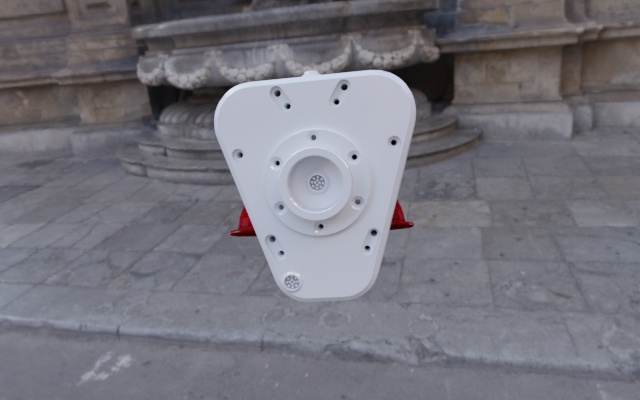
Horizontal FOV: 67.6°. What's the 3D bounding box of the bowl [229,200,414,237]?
[{"bbox_3d":[0.000,0.001,0.427,0.162,0.055,0.162,-3,-6,0],"label":"bowl"}]
